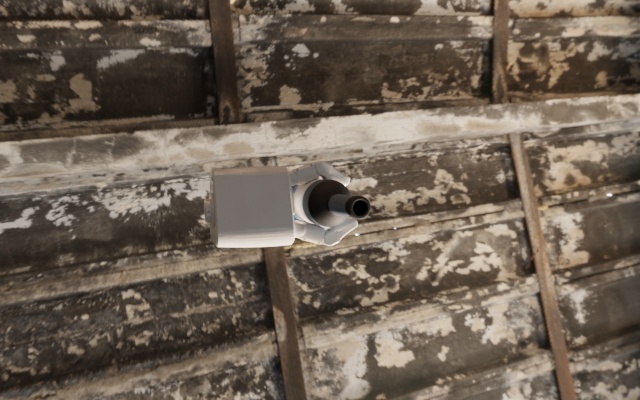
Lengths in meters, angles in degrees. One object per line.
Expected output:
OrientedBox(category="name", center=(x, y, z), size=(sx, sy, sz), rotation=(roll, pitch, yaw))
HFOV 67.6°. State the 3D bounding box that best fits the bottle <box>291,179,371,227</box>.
OrientedBox(category="bottle", center=(0.000, 0.002, 0.697), size=(0.069, 0.069, 0.295), rotation=(0, 2, -18))
